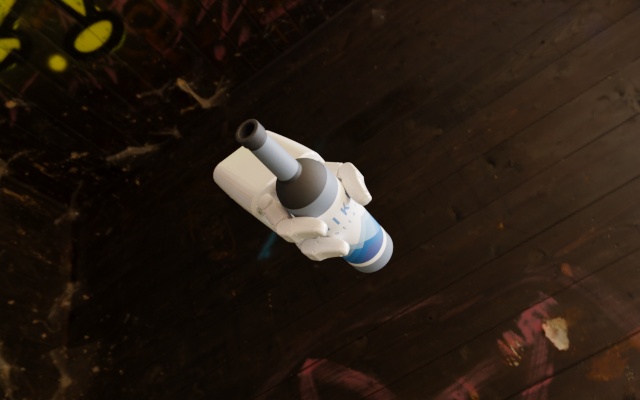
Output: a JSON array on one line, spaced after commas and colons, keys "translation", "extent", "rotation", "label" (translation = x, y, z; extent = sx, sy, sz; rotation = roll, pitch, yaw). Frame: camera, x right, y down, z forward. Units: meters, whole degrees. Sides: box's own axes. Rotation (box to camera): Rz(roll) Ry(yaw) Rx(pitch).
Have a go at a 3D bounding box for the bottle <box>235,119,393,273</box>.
[{"translation": [0.000, 0.002, 0.566], "extent": [0.069, 0.069, 0.296], "rotation": [0, -28, 33], "label": "bottle"}]
